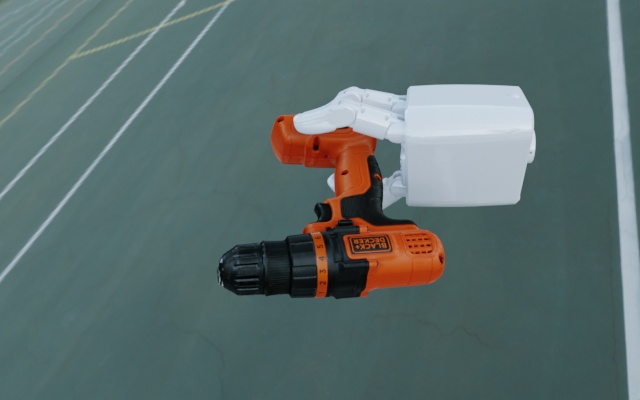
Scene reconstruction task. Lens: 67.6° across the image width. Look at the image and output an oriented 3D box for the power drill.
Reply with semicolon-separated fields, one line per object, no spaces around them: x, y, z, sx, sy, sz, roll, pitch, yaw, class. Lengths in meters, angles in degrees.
0.000;0.001;0.431;0.184;0.187;0.057;-1;-40;-12;power drill
